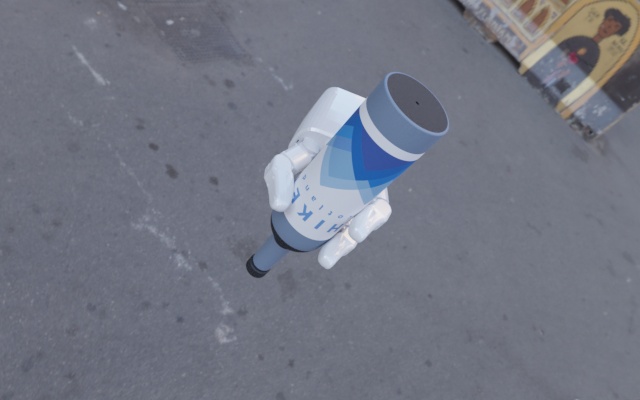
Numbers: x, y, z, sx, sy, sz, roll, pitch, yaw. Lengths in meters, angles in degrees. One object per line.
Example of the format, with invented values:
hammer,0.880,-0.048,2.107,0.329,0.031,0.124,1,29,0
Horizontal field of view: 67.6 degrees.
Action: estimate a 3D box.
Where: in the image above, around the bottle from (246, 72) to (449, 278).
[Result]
bottle,0.000,0.001,0.475,0.069,0.069,0.296,0,-33,-39
